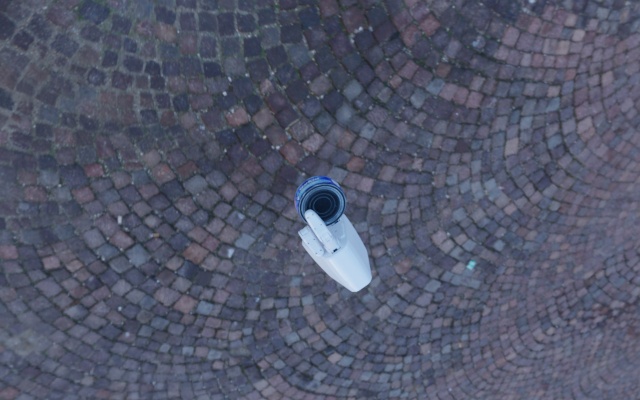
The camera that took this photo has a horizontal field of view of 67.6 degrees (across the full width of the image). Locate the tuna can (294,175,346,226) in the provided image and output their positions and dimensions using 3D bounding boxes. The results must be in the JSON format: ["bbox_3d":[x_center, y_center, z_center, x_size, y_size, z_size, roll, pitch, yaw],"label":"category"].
[{"bbox_3d":[0.000,0.003,0.819,0.086,0.086,0.033,0,25,-15],"label":"tuna can"}]
